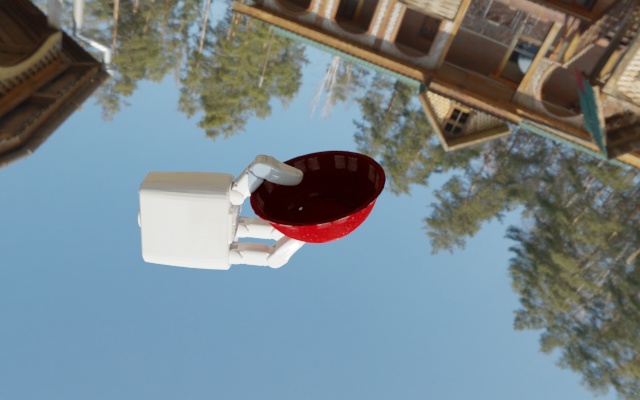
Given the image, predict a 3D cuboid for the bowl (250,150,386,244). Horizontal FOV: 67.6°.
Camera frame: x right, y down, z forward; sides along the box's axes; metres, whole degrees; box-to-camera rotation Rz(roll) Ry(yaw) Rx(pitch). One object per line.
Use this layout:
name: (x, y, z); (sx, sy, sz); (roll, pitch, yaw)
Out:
bowl: (0.001, 0.002, 0.572); (0.162, 0.055, 0.162); (-9, 33, 6)
